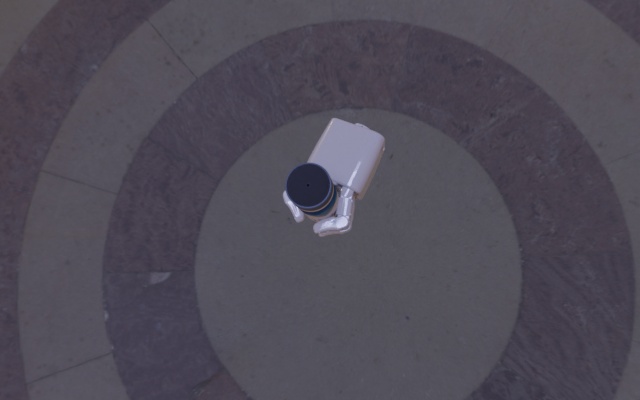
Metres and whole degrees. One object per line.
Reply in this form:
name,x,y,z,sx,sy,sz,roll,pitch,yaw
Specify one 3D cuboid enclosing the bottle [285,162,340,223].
bottle,0.000,0.003,0.815,0.069,0.069,0.296,0,-9,7
